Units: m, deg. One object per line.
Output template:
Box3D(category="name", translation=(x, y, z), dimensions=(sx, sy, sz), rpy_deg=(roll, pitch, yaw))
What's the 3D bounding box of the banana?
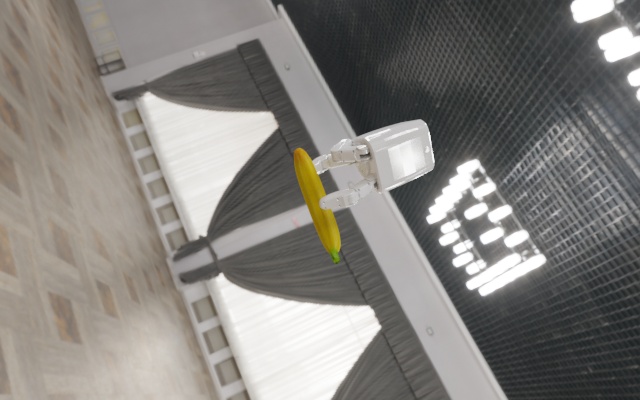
Box3D(category="banana", translation=(-0.002, 0.006, 0.805), dimensions=(0.037, 0.198, 0.069), rpy_deg=(-22, 3, -10))
